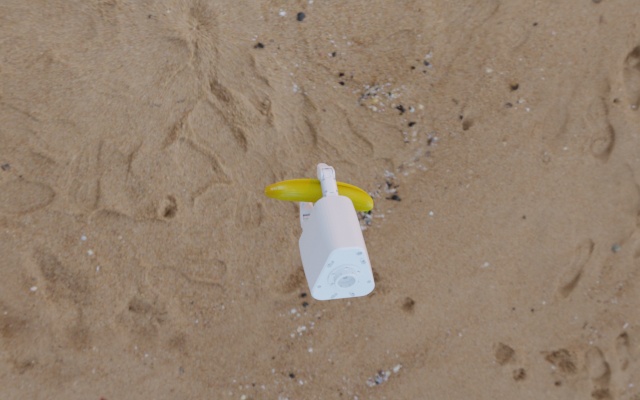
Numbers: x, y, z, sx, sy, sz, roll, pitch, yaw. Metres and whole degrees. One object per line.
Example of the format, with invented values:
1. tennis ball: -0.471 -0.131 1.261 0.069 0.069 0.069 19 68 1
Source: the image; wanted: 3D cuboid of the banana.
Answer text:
1. banana: 0.012 -0.006 0.765 0.198 0.037 0.070 12 -34 -26
